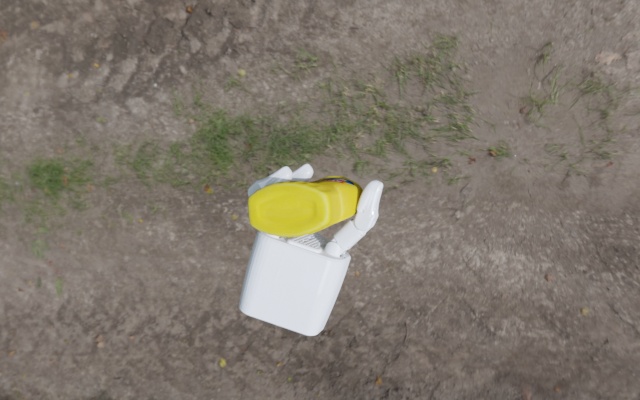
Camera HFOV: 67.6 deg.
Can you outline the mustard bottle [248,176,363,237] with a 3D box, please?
[{"bbox_3d":[0.000,0.002,0.572,0.096,0.058,0.191,-4,3,22],"label":"mustard bottle"}]
